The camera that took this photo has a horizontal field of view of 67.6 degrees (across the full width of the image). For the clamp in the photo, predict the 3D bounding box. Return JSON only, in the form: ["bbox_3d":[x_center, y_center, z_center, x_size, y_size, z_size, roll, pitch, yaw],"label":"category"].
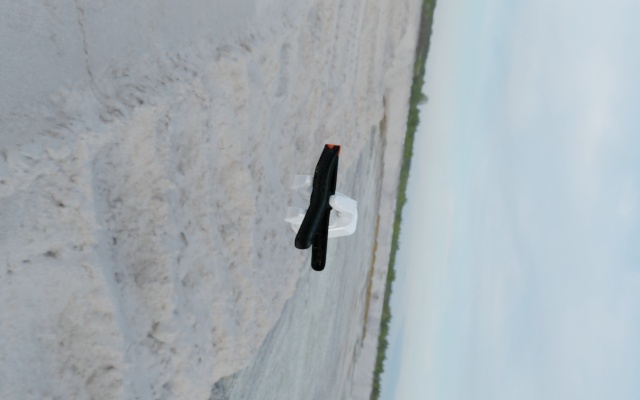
[{"bbox_3d":[0.001,0.002,0.762,0.036,0.210,0.164,8,-12,11],"label":"clamp"}]
